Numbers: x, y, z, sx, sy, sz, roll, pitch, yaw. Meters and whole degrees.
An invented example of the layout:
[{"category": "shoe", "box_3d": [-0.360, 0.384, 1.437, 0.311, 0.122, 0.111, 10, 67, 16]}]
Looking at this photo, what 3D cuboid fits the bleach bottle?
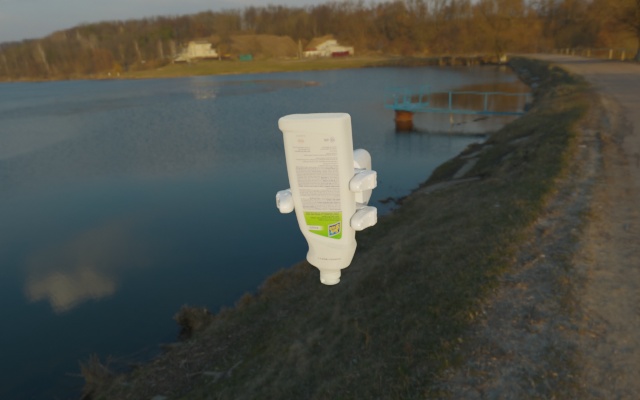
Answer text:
[{"category": "bleach bottle", "box_3d": [0.000, 0.002, 0.698, 0.102, 0.251, 0.068, 2, 17, 17]}]
